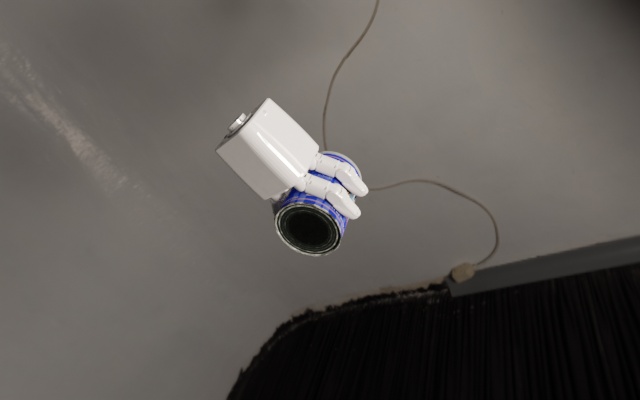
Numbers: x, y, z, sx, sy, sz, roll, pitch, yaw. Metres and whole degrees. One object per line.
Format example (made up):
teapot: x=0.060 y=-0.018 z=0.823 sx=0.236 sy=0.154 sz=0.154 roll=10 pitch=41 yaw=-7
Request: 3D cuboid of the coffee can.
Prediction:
coffee can: x=0.000 y=0.003 z=0.746 sx=0.103 sy=0.103 sz=0.140 roll=0 pitch=37 yaw=20
